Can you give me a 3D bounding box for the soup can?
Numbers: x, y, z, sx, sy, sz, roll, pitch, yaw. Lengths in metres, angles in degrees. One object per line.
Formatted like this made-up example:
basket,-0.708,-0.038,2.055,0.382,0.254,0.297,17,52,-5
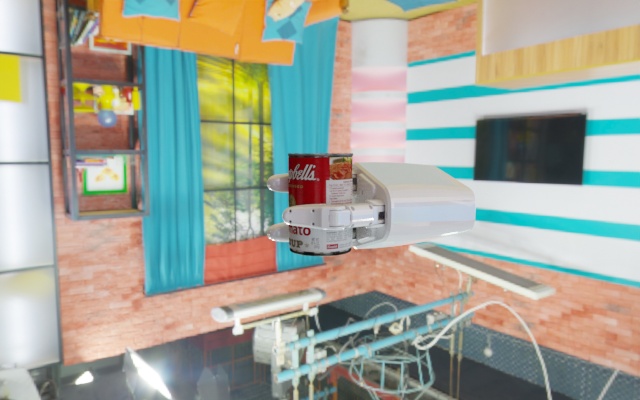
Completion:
soup can,0.000,0.002,0.498,0.068,0.102,0.068,0,6,0
